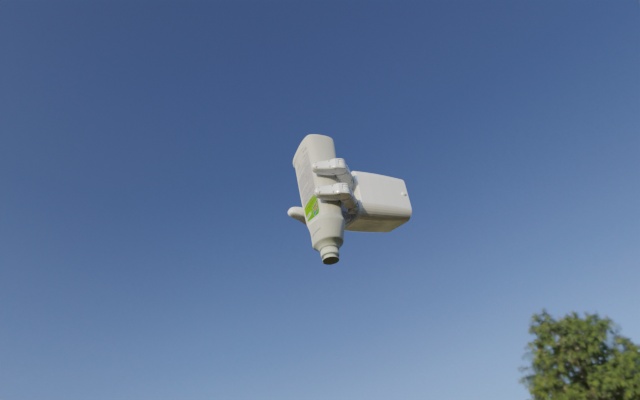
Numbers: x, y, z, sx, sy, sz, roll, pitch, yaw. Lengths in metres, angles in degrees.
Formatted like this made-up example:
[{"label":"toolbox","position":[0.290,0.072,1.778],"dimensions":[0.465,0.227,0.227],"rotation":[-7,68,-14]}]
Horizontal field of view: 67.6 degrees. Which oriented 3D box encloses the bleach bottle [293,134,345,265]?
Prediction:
[{"label":"bleach bottle","position":[0.000,0.003,0.862],"dimensions":[0.068,0.250,0.103],"rotation":[6,-38,-19]}]
